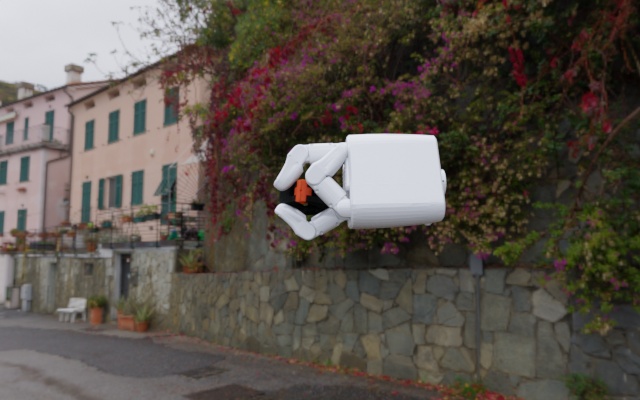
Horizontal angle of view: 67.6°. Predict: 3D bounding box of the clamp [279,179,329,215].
[{"bbox_3d":[0.000,0.001,0.645,0.120,0.039,0.171,-3,-6,0],"label":"clamp"}]
